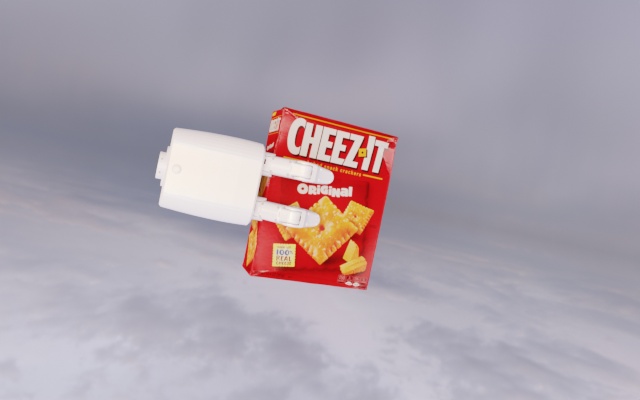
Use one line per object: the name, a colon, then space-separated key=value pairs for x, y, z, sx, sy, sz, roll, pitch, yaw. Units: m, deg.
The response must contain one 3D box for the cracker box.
cracker box: x=0.000 y=0.002 z=0.632 sx=0.164 sy=0.213 sz=0.072 roll=11 pitch=1 yaw=-19
